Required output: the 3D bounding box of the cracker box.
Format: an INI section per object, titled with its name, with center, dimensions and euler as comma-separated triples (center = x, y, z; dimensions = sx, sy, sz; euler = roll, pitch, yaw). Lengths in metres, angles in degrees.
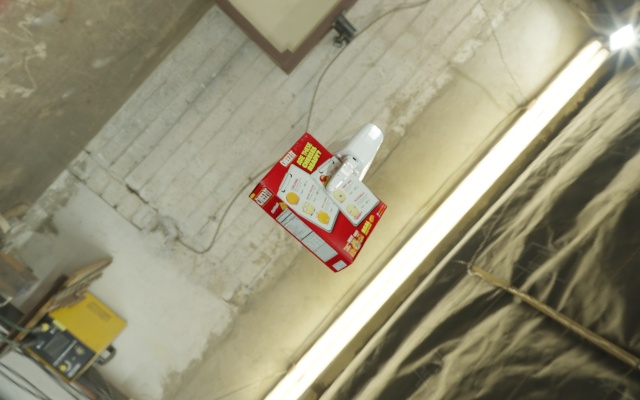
[cracker box]
center = 0.000, 0.003, 0.879
dimensions = 0.072, 0.214, 0.164
euler = -42, 8, 50
